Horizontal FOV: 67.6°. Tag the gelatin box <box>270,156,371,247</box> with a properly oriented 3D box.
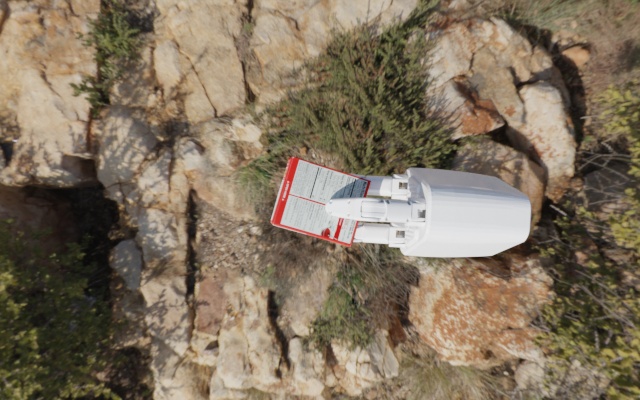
[{"bbox_3d":[0.000,0.002,0.501,0.089,0.073,0.030,17,-2,-10],"label":"gelatin box"}]
